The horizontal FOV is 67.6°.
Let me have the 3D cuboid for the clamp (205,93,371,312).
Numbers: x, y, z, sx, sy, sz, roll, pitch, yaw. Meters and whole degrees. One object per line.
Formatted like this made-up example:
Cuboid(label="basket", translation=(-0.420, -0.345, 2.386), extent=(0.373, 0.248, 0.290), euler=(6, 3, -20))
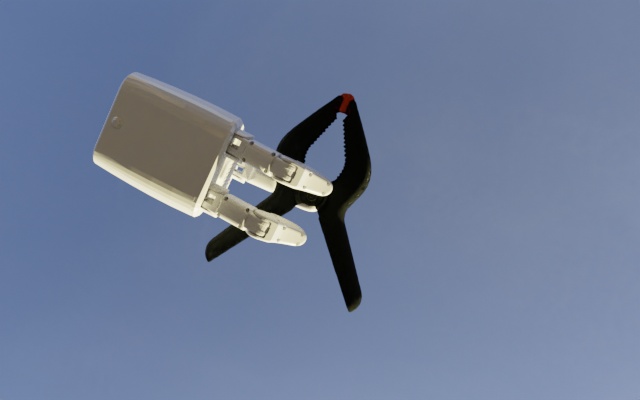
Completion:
Cuboid(label="clamp", translation=(0.000, 0.001, 0.471), extent=(0.164, 0.210, 0.036), euler=(26, 9, -3))
